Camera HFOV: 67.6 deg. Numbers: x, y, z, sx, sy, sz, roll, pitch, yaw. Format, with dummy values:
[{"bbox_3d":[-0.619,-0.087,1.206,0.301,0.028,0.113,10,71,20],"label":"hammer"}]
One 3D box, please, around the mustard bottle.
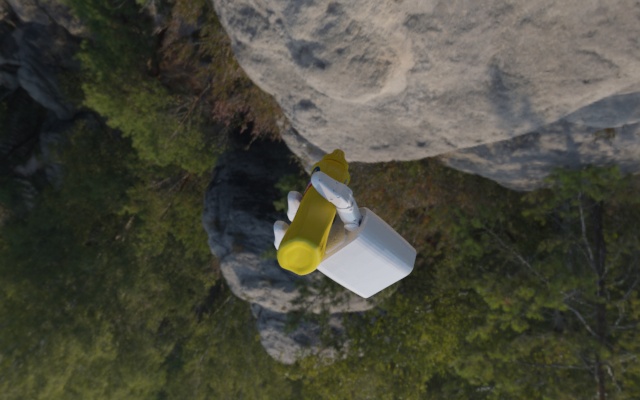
[{"bbox_3d":[0.000,0.002,0.662,0.058,0.191,0.096,23,-34,-1],"label":"mustard bottle"}]
